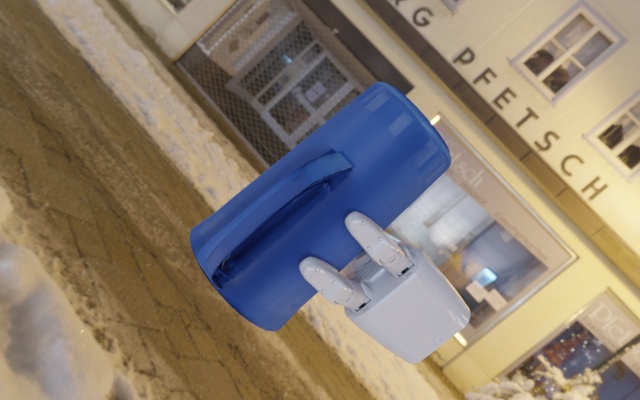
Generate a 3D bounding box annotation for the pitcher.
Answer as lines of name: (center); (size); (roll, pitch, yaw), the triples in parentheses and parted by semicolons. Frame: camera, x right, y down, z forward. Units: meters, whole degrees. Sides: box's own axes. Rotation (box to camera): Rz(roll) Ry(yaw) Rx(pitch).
pitcher: (0.000, 0.002, 0.457); (0.145, 0.243, 0.149); (45, 7, -27)
